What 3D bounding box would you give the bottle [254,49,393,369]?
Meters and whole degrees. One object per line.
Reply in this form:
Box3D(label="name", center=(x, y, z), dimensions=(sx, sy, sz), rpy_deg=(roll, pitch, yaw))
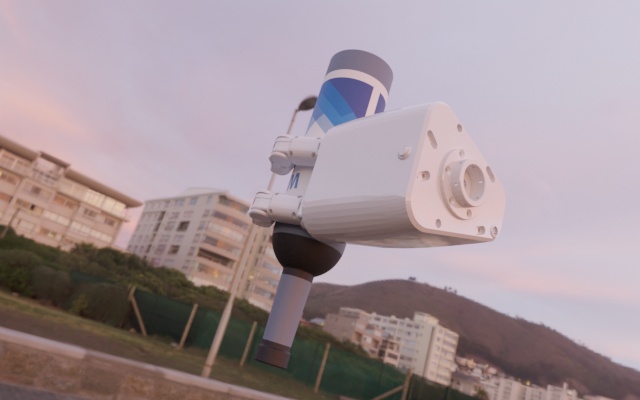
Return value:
Box3D(label="bottle", center=(0.000, 0.001, 0.438), dimensions=(0.069, 0.295, 0.069), rpy_deg=(16, -19, 5))
